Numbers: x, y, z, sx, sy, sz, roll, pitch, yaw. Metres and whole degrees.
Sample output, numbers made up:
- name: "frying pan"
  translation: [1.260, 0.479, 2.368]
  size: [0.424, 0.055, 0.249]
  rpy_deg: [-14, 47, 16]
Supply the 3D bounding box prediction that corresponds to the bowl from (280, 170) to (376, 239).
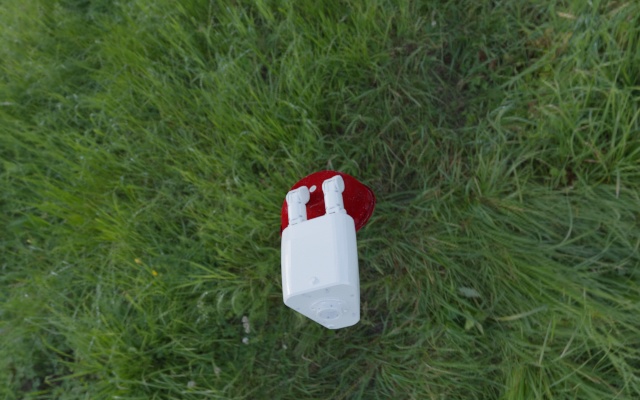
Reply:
- name: "bowl"
  translation: [0.000, 0.001, 0.737]
  size: [0.162, 0.055, 0.162]
  rpy_deg: [-19, 33, 13]
